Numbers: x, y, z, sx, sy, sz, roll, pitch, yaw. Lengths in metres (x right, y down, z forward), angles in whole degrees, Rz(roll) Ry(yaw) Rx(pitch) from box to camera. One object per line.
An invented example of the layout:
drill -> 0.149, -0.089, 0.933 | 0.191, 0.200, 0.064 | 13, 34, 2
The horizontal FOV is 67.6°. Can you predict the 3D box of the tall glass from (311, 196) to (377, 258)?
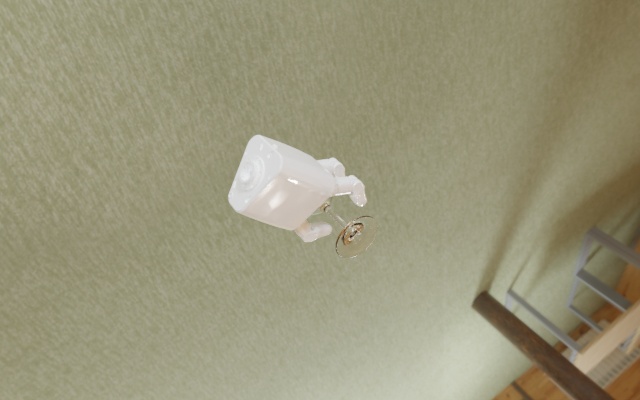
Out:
tall glass -> 0.001, 0.003, 0.759 | 0.079, 0.079, 0.201 | 0, 31, -38
